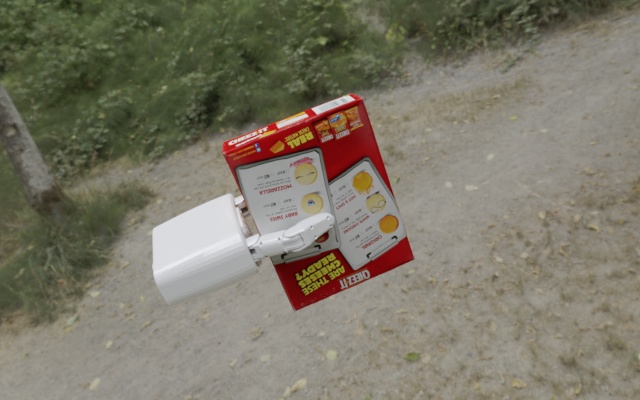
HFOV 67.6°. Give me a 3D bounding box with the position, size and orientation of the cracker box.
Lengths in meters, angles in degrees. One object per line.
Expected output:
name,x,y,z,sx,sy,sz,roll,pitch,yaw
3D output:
cracker box,0.000,0.002,0.573,0.164,0.214,0.072,-23,22,-3
